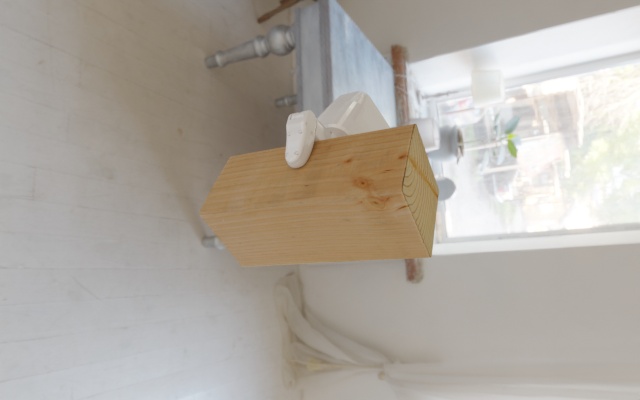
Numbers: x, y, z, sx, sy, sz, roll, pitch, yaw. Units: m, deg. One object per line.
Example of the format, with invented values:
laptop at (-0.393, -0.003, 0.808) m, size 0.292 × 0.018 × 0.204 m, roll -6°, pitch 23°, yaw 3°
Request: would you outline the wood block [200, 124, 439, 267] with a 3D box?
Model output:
wood block at (0.000, 0.001, 0.470) m, size 0.206 × 0.090 × 0.091 m, roll -7°, pitch -47°, yaw 27°
